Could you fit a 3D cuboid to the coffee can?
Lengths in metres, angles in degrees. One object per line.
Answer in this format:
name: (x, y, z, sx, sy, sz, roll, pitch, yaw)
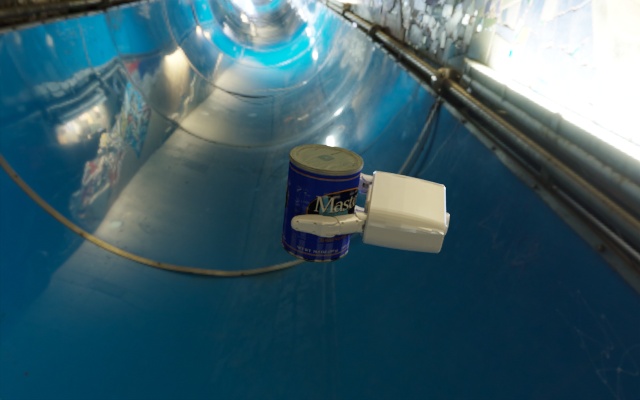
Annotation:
coffee can: (0.000, 0.002, 0.685, 0.103, 0.140, 0.102, 6, 26, -3)
